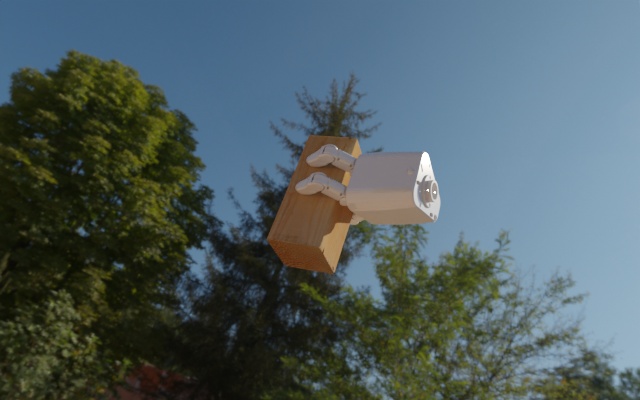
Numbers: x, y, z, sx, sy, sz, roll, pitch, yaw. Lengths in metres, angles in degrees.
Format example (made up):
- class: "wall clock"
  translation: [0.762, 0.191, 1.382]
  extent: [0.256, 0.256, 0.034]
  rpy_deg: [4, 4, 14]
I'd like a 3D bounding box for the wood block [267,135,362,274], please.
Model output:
- class: "wood block"
  translation: [0.001, 0.003, 0.778]
  extent: [0.090, 0.206, 0.091]
  rpy_deg: [6, -32, 23]
